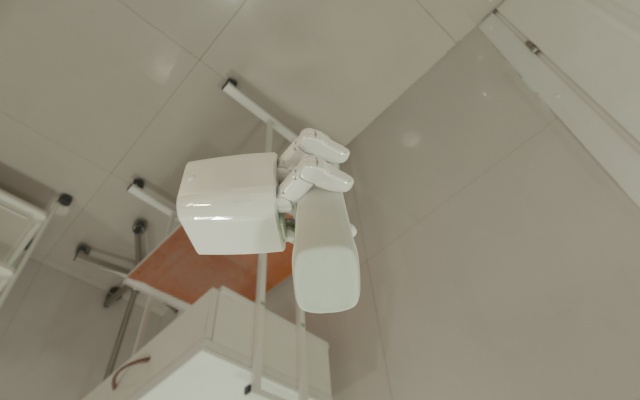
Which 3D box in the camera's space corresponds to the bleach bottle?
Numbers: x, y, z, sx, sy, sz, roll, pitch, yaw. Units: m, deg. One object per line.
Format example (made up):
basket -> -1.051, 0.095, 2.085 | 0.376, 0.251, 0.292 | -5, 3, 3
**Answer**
bleach bottle -> 0.000, 0.002, 0.566 | 0.068, 0.103, 0.250 | -4, 39, -1
